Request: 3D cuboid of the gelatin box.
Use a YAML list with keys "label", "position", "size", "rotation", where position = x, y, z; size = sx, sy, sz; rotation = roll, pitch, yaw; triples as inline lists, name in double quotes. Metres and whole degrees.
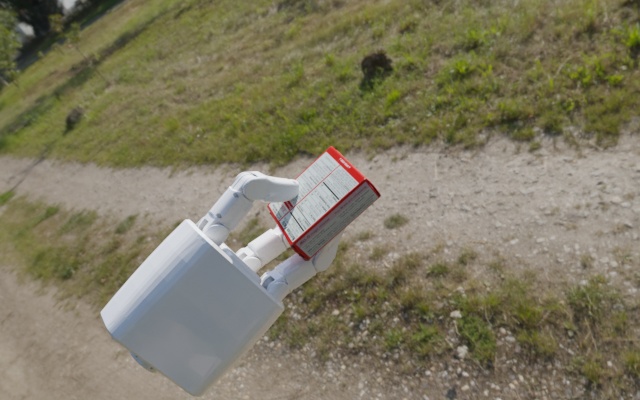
- label: "gelatin box"
  position: [0.000, 0.001, 0.437]
  size: [0.030, 0.089, 0.073]
  rotation: [46, 3, -37]
